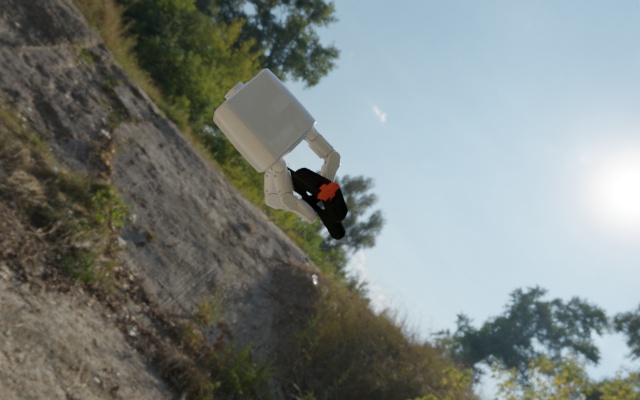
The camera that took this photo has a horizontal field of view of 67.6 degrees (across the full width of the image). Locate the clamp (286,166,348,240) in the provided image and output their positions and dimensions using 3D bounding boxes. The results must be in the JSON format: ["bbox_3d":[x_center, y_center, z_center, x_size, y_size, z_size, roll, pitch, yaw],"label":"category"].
[{"bbox_3d":[0.001,0.002,0.701,0.036,0.164,0.210,-46,11,-10],"label":"clamp"}]
